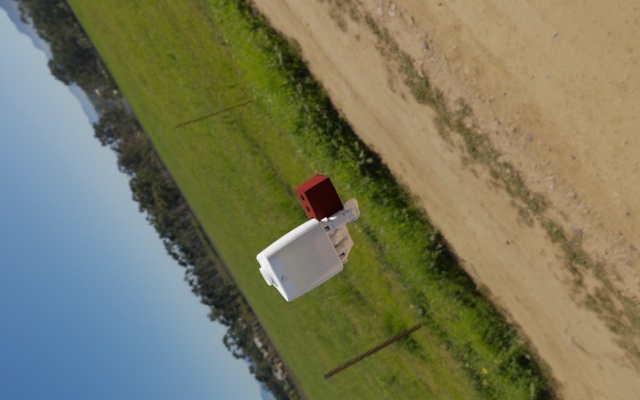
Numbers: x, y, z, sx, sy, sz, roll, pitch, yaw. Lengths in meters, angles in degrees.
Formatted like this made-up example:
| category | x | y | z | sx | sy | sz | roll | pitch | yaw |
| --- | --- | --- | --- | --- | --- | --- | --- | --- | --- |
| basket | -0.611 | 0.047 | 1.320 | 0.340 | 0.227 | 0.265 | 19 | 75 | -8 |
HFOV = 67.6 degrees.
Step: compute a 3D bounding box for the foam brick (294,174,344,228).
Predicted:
| category | x | y | z | sx | sy | sz | roll | pitch | yaw |
| --- | --- | --- | --- | --- | --- | --- | --- | --- | --- |
| foam brick | 0.000 | 0.002 | 0.803 | 0.051 | 0.078 | 0.053 | -31 | 17 | -15 |
